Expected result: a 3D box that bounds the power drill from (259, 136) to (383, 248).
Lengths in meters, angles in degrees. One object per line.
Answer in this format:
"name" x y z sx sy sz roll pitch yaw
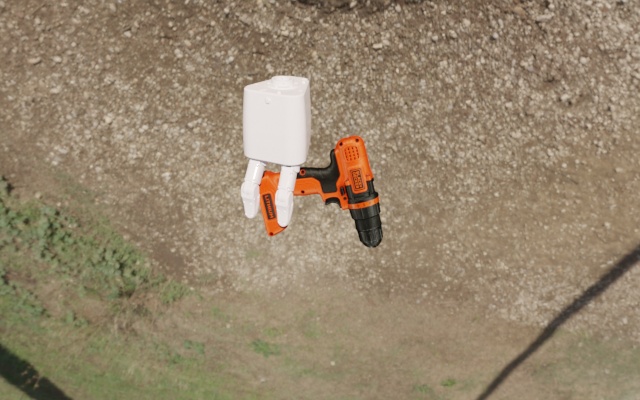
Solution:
"power drill" 0.000 0.002 0.773 0.187 0.184 0.057 -13 9 5
